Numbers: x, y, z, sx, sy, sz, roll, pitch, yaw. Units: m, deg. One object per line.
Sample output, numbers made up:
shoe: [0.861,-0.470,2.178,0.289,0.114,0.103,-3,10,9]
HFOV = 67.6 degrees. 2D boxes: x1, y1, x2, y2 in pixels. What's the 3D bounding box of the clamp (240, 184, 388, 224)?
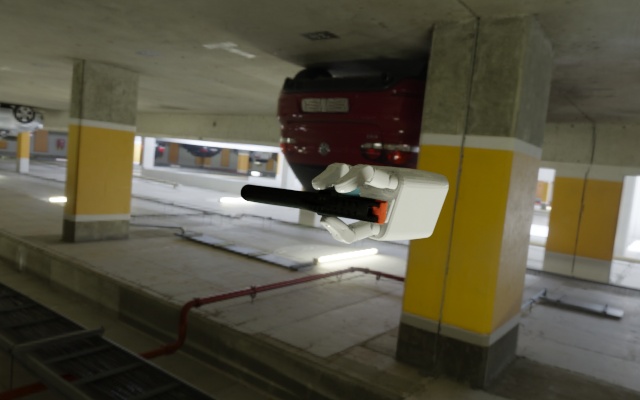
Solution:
clamp: [0.001,0.003,0.650,0.164,0.036,0.210,2,5,-35]
